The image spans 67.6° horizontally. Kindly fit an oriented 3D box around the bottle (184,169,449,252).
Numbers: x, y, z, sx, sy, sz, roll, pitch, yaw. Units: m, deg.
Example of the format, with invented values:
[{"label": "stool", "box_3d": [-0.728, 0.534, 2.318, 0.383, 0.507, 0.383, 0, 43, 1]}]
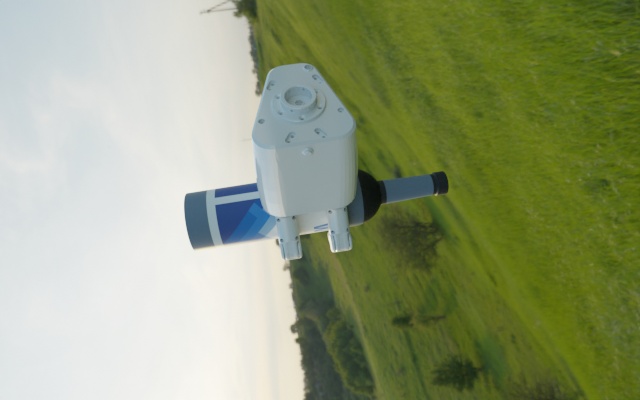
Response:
[{"label": "bottle", "box_3d": [0.000, 0.002, 0.546, 0.296, 0.069, 0.069, -9, 1, -4]}]
